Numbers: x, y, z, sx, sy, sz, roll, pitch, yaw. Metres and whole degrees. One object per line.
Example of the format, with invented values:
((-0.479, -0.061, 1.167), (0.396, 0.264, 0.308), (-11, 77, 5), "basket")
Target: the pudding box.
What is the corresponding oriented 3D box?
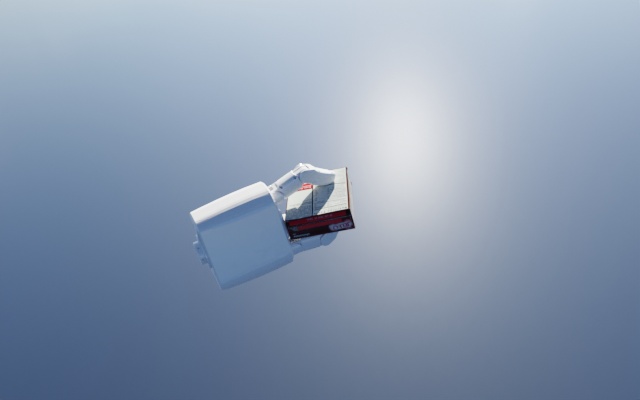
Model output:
((0.000, 0.002, 0.668), (0.090, 0.039, 0.113), (-10, 35, 8), "pudding box")
